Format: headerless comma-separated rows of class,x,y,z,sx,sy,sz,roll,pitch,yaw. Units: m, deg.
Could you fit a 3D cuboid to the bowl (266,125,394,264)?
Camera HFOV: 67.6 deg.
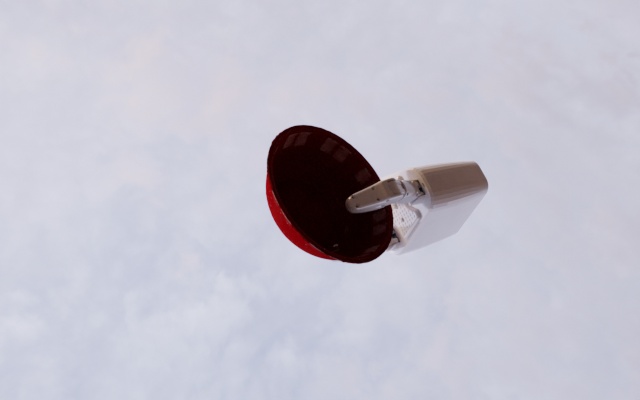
bowl,-0.001,0.002,0.503,0.162,0.162,0.055,0,-29,-43
